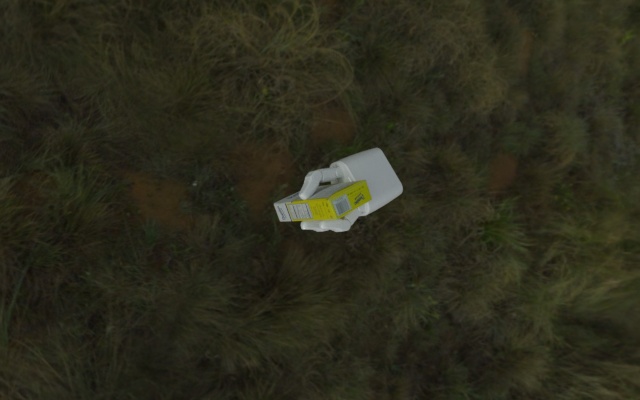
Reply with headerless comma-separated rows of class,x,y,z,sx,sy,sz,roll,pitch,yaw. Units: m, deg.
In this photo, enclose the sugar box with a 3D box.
sugar box,0.000,0.003,0.884,0.093,0.048,0.176,-26,10,-35
